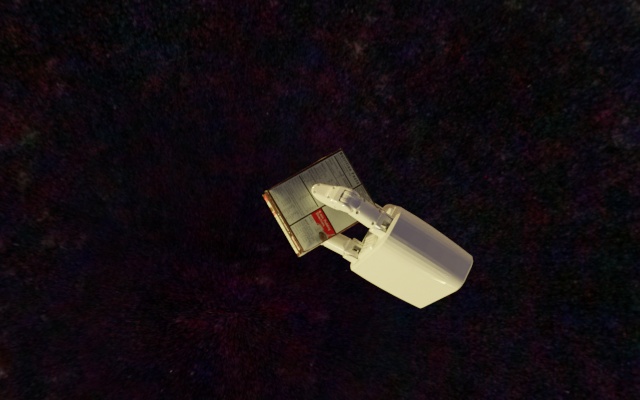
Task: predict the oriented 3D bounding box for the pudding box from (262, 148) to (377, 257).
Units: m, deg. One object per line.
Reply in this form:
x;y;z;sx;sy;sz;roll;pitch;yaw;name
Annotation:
0.000;0.002;0.583;0.113;0.090;0.039;-30;-3;-17;pudding box
